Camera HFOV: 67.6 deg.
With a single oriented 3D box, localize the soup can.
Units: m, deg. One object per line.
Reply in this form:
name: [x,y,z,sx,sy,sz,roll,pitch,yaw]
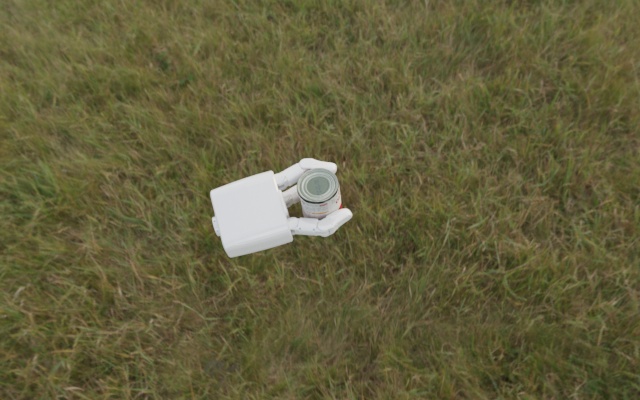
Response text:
soup can: [0.001,0.002,0.775,0.068,0.068,0.102,0,-33,7]
